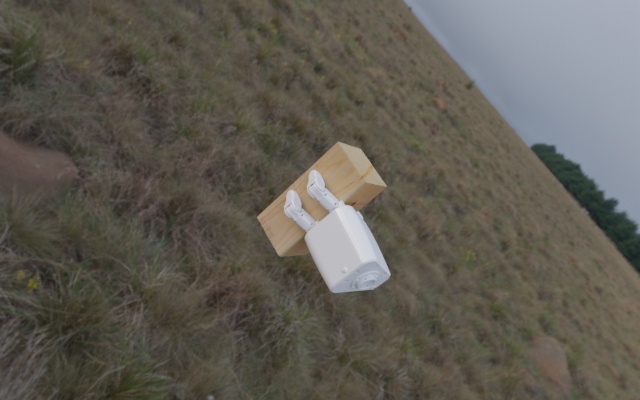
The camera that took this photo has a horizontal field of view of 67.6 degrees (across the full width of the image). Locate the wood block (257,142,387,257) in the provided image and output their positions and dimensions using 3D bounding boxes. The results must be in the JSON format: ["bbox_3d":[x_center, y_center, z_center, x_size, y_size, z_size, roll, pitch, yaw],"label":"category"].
[{"bbox_3d":[0.001,0.003,0.840,0.206,0.090,0.091,-41,-22,22],"label":"wood block"}]
